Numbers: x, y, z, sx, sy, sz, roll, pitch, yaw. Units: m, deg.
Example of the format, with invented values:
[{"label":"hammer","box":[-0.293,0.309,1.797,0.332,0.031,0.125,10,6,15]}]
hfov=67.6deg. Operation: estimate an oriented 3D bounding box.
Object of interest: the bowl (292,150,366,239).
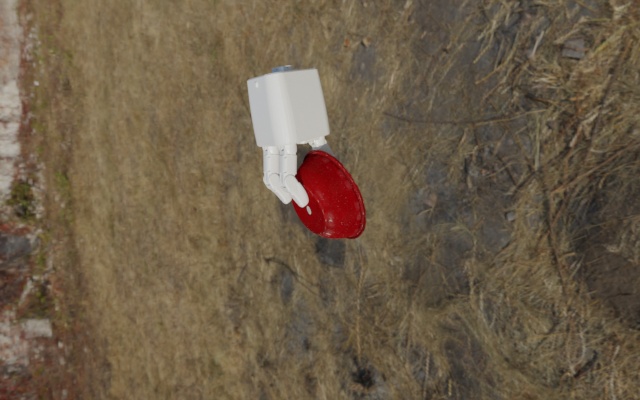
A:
[{"label":"bowl","box":[0.000,0.004,0.774,0.055,0.162,0.162,-30,15,-28]}]
